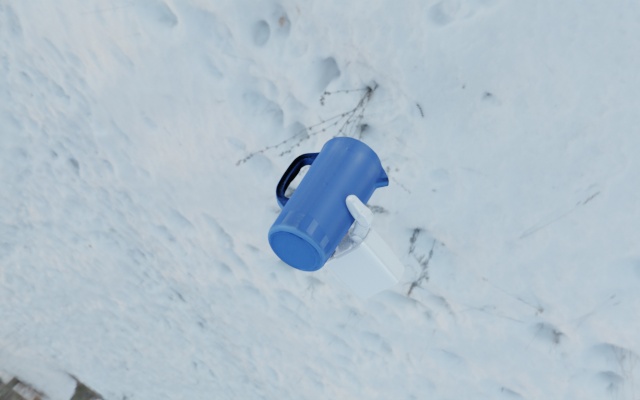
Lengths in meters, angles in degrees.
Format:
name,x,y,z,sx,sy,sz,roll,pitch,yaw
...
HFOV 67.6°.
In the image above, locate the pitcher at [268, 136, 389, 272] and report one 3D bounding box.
name,x,y,z,sx,sy,sz,roll,pitch,yaw
pitcher,0.000,0.003,0.853,0.149,0.145,0.242,-24,24,47
